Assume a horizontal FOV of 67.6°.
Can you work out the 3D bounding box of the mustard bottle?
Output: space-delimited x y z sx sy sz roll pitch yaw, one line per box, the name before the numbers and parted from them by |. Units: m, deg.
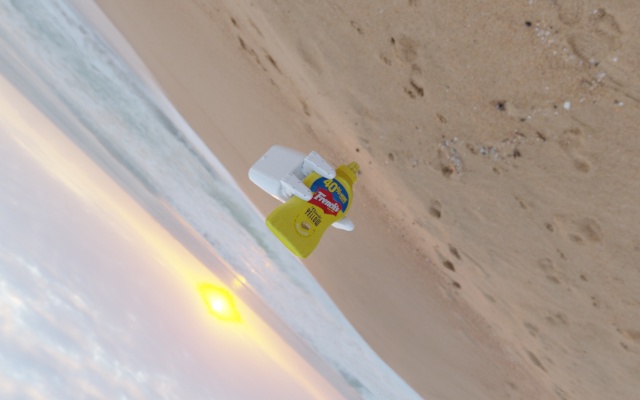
mustard bottle | 0.000 0.003 0.832 0.191 0.096 0.058 -47 19 -15
